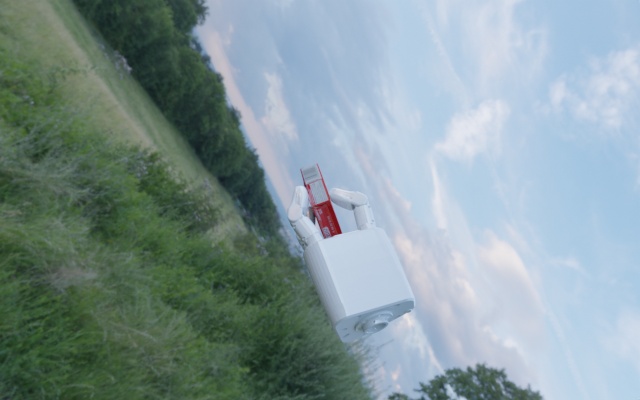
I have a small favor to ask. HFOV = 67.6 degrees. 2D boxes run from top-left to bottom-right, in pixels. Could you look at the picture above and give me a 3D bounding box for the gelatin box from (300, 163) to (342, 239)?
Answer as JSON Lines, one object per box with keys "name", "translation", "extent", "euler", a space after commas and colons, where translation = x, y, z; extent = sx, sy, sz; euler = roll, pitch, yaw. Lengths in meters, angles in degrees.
{"name": "gelatin box", "translation": [0.000, 0.002, 0.689], "extent": [0.030, 0.073, 0.089], "euler": [-19, 44, 1]}
